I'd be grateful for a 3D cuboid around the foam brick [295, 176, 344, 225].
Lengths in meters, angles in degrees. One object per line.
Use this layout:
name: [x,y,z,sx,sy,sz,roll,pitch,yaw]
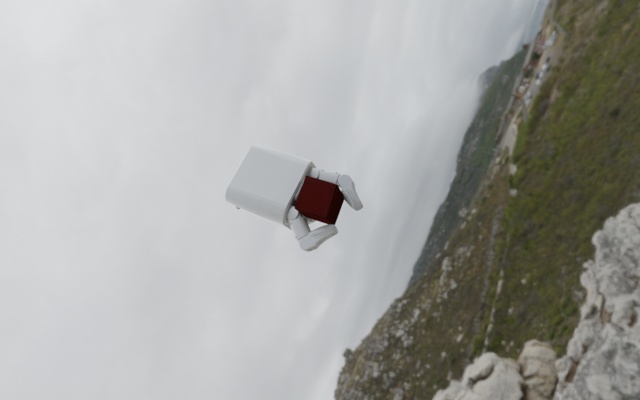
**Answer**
foam brick: [0.000,0.002,0.711,0.051,0.053,0.078,18,-8,14]
